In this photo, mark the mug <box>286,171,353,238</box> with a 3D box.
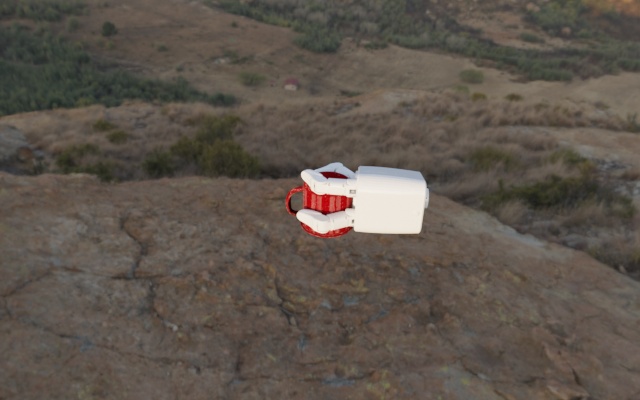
[{"bbox_3d":[-0.001,0.002,0.804,0.117,0.081,0.093,4,31,4],"label":"mug"}]
